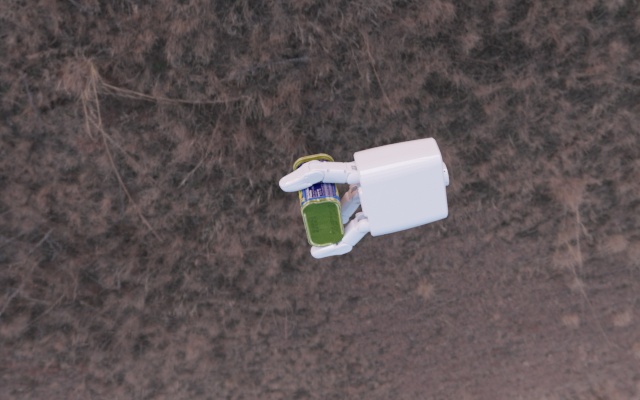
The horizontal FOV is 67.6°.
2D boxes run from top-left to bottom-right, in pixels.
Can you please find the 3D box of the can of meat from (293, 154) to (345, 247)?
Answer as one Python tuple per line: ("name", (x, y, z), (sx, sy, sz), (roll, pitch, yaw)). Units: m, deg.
("can of meat", (0.000, 0.002, 0.659), (0.057, 0.083, 0.102), (-10, -42, 1))
